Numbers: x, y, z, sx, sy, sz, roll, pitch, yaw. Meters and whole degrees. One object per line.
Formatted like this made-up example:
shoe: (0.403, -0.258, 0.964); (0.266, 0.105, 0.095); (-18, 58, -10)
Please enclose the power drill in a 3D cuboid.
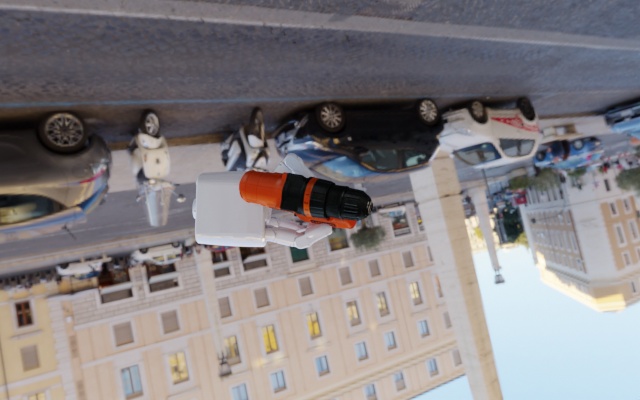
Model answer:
power drill: (0.000, 0.002, 0.688); (0.184, 0.057, 0.188); (12, -6, 20)
